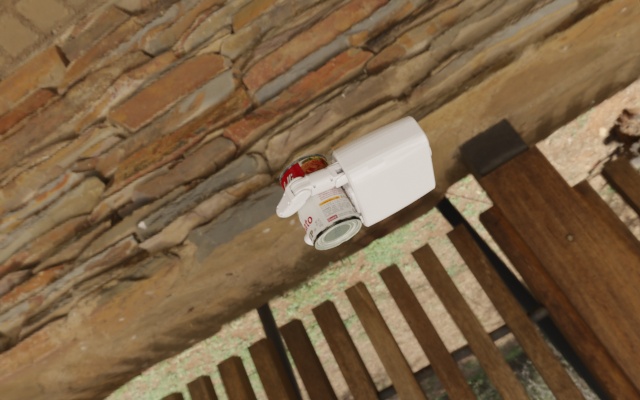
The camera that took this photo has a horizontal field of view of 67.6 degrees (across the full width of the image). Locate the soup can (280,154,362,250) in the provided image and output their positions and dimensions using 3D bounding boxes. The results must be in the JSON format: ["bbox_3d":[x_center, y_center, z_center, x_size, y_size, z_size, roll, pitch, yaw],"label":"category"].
[{"bbox_3d":[0.000,0.002,0.598,0.068,0.102,0.068,-23,-26,-12],"label":"soup can"}]
